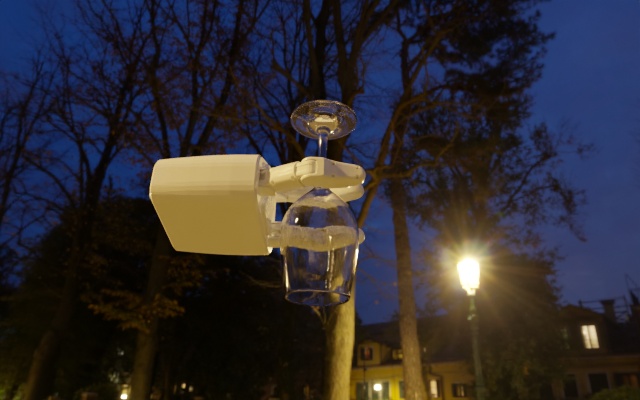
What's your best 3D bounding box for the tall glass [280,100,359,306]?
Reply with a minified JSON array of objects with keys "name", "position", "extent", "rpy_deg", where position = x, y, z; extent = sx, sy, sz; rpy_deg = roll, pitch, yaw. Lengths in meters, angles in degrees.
[{"name":"tall glass","position":[0.000,0.001,0.486],"extent":[0.079,0.201,0.079],"rpy_deg":[1,-25,1]}]
